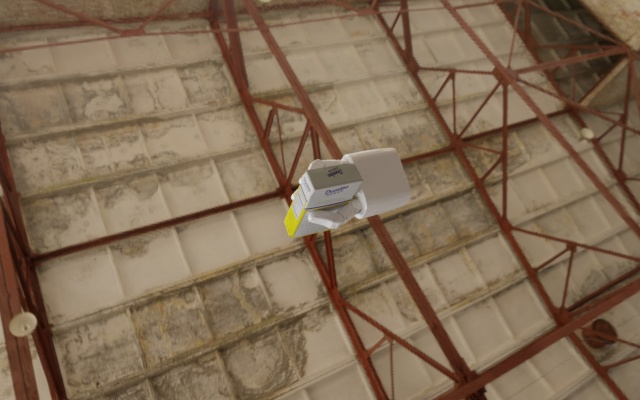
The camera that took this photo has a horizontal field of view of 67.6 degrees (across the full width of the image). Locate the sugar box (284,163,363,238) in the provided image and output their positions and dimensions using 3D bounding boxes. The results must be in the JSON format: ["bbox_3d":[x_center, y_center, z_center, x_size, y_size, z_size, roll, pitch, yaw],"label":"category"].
[{"bbox_3d":[0.000,0.002,0.845,0.093,0.048,0.176,-11,-29,-24],"label":"sugar box"}]
